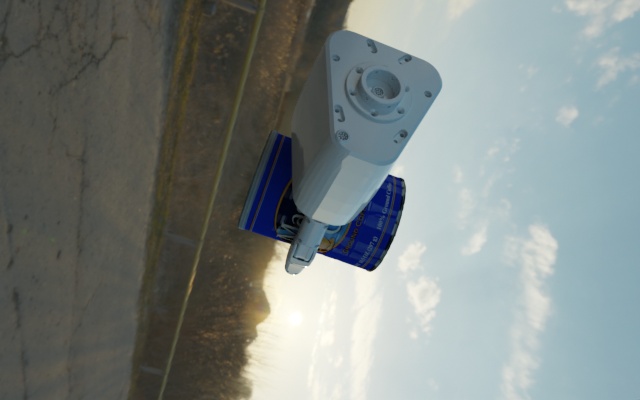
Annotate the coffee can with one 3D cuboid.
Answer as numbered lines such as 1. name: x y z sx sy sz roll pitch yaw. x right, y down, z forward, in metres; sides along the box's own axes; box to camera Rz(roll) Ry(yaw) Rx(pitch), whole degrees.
1. coffee can: 0.000 0.002 0.480 0.140 0.103 0.103 19 -2 -7
